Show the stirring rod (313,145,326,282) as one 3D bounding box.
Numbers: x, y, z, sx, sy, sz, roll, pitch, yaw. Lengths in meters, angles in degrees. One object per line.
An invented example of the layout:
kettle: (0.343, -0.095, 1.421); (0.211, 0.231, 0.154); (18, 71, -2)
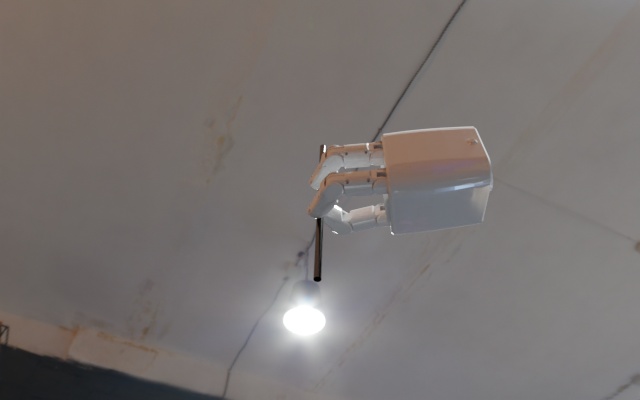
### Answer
stirring rod: (0.000, 0.002, 0.559); (0.011, 0.011, 0.239); (0, 39, 2)
